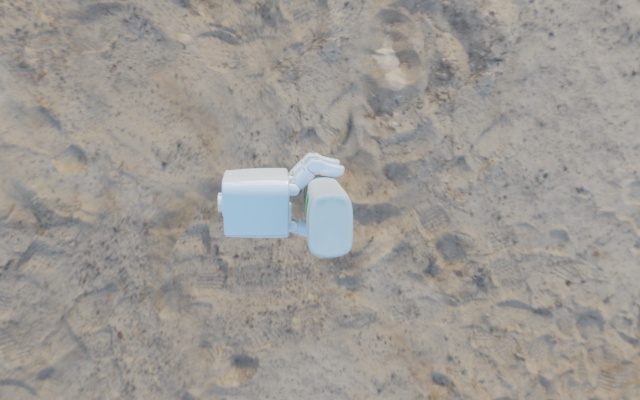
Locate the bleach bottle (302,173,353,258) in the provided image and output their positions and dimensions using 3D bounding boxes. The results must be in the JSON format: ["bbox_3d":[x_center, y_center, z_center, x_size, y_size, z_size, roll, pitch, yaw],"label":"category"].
[{"bbox_3d":[0.000,0.003,0.804,0.068,0.102,0.250,-1,16,-7],"label":"bleach bottle"}]
